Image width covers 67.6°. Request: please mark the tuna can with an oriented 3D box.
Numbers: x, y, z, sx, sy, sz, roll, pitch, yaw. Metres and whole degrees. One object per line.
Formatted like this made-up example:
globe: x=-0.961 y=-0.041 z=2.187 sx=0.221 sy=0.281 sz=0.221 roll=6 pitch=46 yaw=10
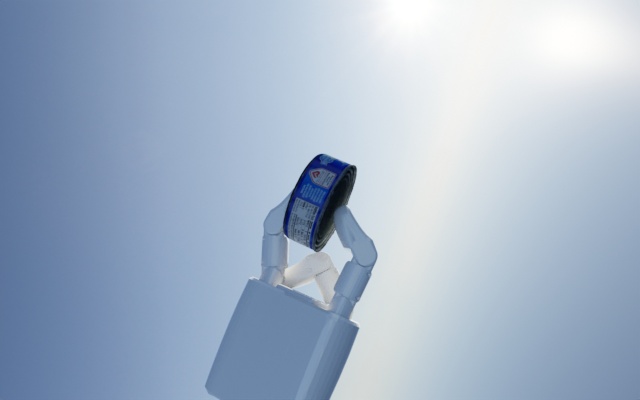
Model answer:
tuna can: x=0.000 y=0.001 z=0.434 sx=0.034 sy=0.086 sz=0.086 roll=24 pitch=6 yaw=13
